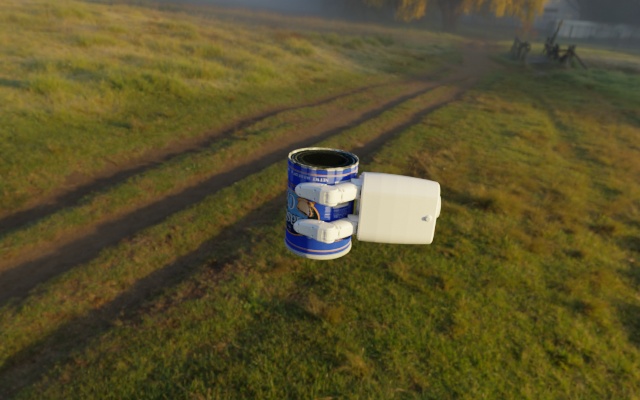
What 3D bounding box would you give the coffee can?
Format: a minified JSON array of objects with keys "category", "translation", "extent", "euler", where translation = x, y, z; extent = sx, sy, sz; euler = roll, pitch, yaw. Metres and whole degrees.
[{"category":"coffee can","translation":[0.000,0.002,0.712],"extent":[0.103,0.140,0.102],"euler":[3,22,-1]}]
